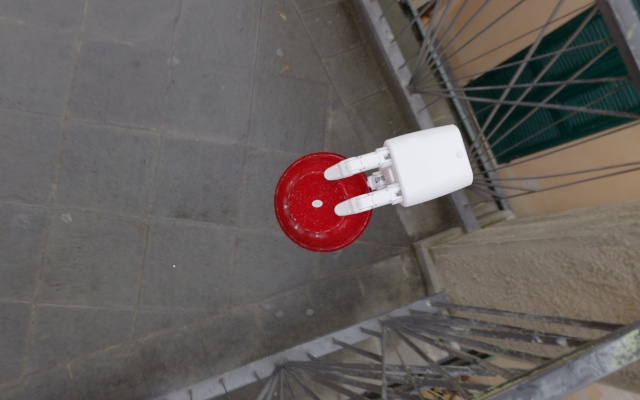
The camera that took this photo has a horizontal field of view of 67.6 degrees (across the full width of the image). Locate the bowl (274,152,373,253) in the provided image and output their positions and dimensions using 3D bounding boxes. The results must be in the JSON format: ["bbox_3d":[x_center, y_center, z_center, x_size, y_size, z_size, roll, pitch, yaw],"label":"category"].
[{"bbox_3d":[-0.001,0.003,0.738,0.162,0.162,0.055,0,0,9],"label":"bowl"}]
